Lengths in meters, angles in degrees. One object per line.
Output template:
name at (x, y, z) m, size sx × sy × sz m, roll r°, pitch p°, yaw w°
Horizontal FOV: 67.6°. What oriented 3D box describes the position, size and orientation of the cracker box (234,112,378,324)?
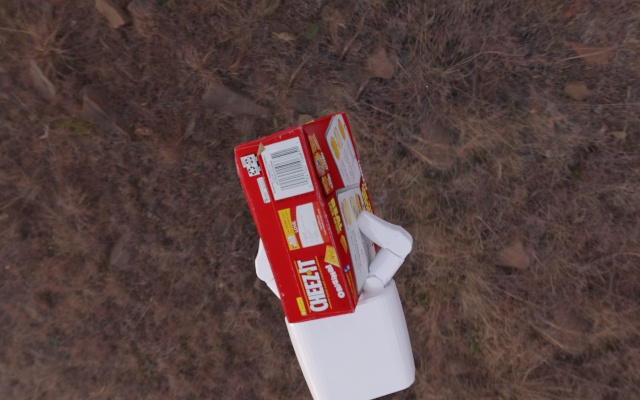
cracker box at (0.000, 0.002, 0.492) m, size 0.072 × 0.164 × 0.213 m, roll -14°, pitch 10°, yaw 15°
